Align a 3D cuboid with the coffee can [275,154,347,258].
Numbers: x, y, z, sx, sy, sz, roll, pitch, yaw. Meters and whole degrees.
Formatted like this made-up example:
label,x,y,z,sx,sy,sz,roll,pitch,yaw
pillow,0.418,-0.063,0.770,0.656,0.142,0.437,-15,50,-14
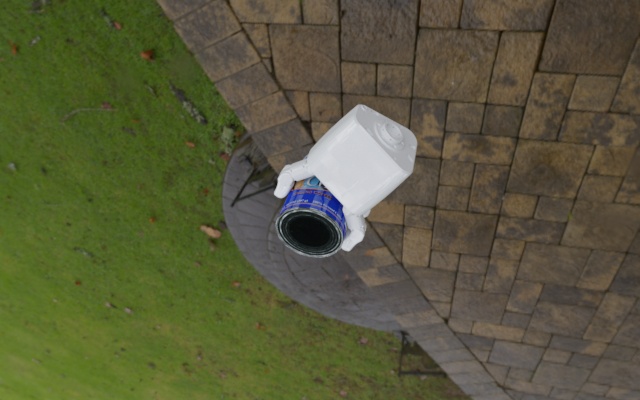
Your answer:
label,x,y,z,sx,sy,sz,roll,pitch,yaw
coffee can,0.000,0.002,0.739,0.103,0.103,0.140,0,42,19
